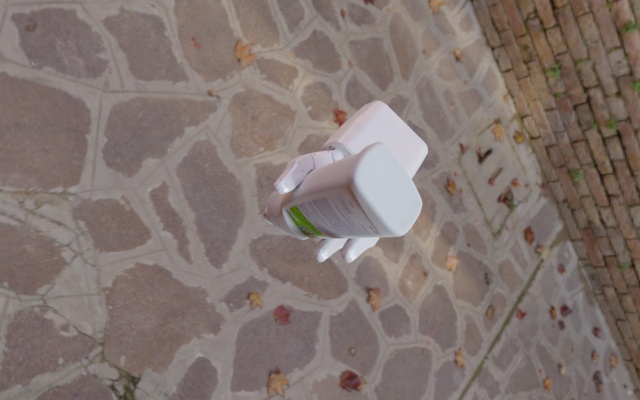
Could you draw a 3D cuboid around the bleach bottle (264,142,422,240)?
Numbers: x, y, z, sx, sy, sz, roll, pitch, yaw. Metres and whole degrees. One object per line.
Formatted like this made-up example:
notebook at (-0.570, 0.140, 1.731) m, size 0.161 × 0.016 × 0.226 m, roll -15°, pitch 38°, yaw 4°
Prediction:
bleach bottle at (0.000, 0.002, 0.592) m, size 0.251 × 0.102 × 0.068 m, roll -9°, pitch 34°, yaw 53°
